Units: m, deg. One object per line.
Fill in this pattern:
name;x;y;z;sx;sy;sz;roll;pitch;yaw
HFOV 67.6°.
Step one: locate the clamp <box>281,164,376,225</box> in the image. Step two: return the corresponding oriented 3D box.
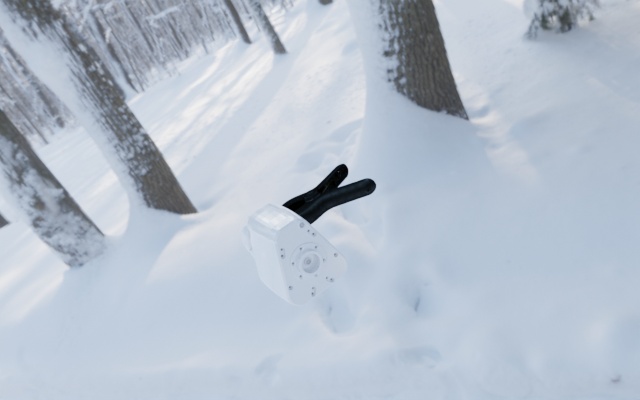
clamp;0.000;0.002;0.716;0.171;0.039;0.120;-37;20;-15
